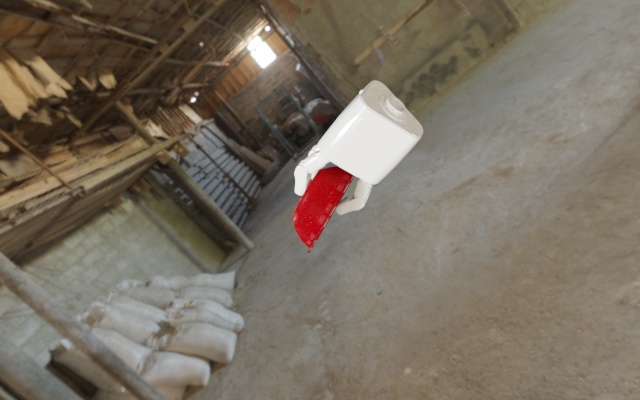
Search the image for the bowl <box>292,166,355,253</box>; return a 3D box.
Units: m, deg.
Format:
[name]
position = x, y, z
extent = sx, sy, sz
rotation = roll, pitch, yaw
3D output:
[bowl]
position = -0.001, 0.003, 0.775
extent = 0.055, 0.162, 0.162
rotation = 30, 1, 2
